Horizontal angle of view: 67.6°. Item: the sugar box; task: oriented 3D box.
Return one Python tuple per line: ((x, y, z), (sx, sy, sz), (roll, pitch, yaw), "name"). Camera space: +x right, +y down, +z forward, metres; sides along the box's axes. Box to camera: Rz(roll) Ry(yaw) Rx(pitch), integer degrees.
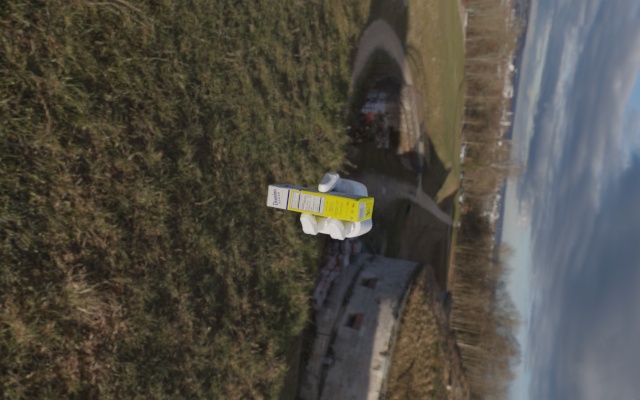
((0.000, 0.003, 0.878), (0.176, 0.048, 0.093), (7, 5, 22), "sugar box")
